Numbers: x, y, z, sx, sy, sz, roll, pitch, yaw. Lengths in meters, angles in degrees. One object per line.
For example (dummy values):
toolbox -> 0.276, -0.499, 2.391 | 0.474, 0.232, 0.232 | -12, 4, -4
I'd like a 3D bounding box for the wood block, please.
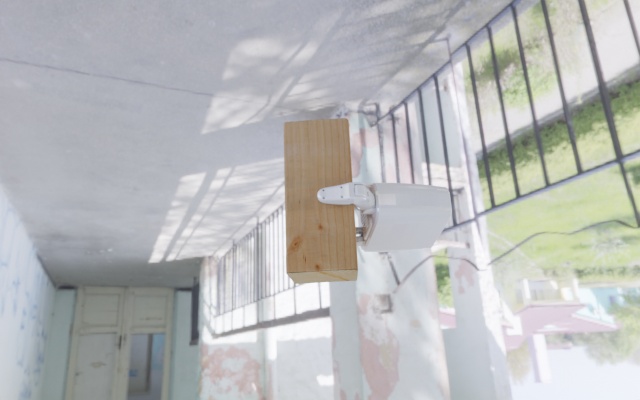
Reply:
wood block -> 0.000, 0.002, 0.651 | 0.090, 0.206, 0.091 | -3, -18, 2
